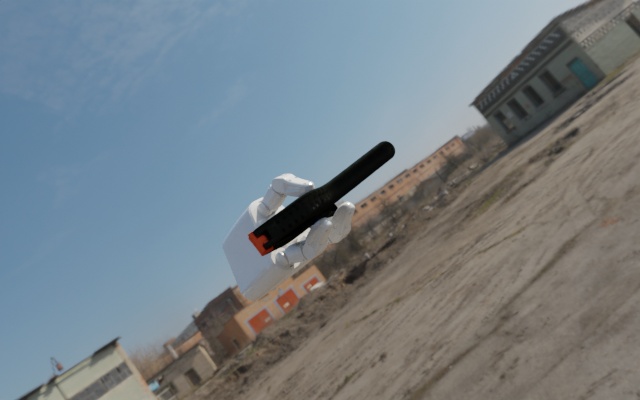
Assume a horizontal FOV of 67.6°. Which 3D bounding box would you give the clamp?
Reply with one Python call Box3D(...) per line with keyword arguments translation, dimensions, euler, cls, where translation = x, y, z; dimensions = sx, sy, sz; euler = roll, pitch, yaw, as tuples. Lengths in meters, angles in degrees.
Box3D(translation=(-0.001, 0.002, 0.588), dimensions=(0.210, 0.036, 0.165), euler=(-30, -14, -48), cls="clamp")
